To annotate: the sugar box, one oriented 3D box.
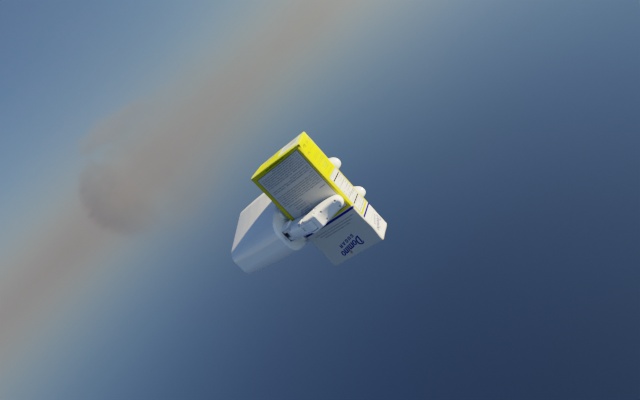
[{"bbox_3d":[0.000,0.002,0.657,0.093,0.176,0.048,-33,20,31],"label":"sugar box"}]
